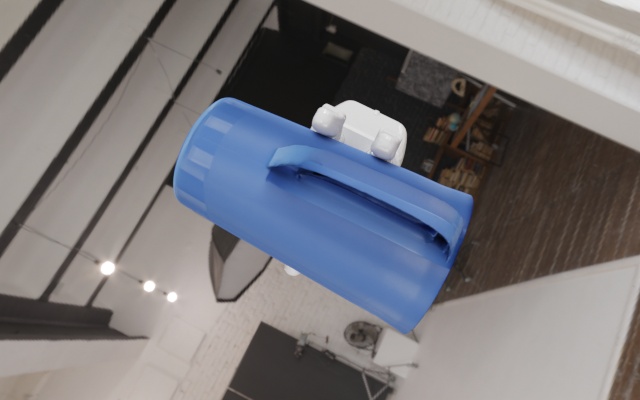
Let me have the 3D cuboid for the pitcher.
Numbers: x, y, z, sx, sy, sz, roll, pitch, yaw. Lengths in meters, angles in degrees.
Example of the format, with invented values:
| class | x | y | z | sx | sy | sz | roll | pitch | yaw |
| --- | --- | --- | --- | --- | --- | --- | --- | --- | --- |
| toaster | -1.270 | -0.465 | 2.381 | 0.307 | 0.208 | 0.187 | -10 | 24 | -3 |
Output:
| class | x | y | z | sx | sy | sz | roll | pitch | yaw |
| --- | --- | --- | --- | --- | --- | --- | --- | --- | --- |
| pitcher | 0.000 | 0.001 | 0.418 | 0.243 | 0.149 | 0.145 | 26 | 28 | 5 |
